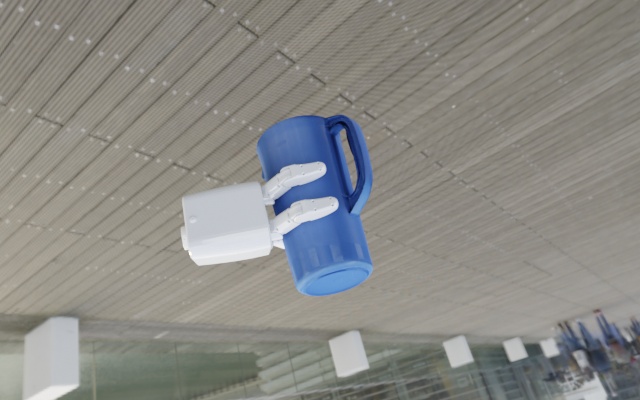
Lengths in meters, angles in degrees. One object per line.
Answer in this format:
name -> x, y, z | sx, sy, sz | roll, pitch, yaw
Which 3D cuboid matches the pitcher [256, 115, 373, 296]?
pitcher -> 0.000, 0.002, 0.687 | 0.145, 0.242, 0.149 | -10, -28, -11
